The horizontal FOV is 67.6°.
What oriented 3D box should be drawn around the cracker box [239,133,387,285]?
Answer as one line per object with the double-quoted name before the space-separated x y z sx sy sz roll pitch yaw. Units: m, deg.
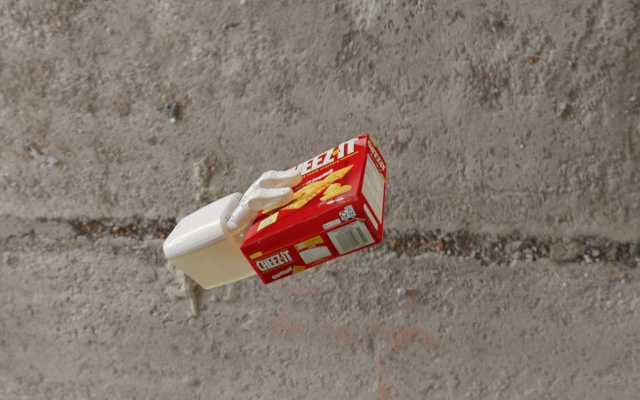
"cracker box" 0.000 0.002 0.646 0.164 0.072 0.213 -23 22 20
